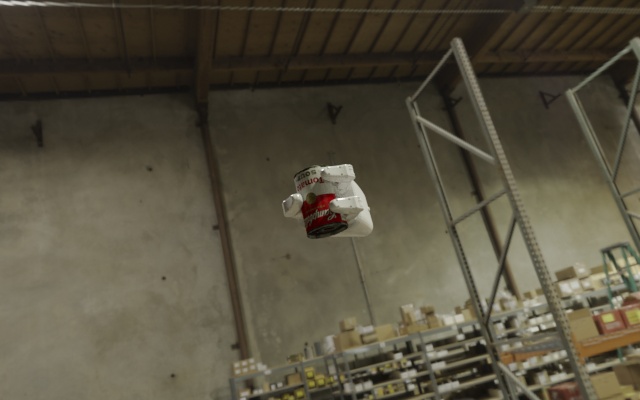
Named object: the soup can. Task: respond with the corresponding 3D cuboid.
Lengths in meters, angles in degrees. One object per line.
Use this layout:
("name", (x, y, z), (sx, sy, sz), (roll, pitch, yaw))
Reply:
("soup can", (0.000, 0.002, 0.767), (0.068, 0.102, 0.068), (-13, -18, -4))
